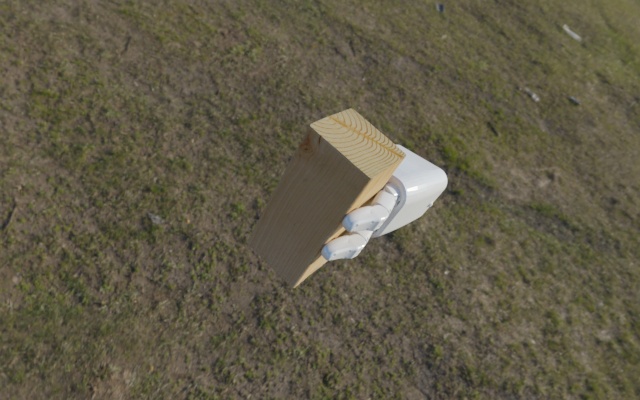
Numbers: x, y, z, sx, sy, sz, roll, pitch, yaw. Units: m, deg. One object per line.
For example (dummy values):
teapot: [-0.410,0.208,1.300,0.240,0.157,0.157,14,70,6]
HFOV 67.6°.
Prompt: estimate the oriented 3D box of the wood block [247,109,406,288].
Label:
wood block: [0.000,0.001,0.587,0.090,0.091,0.206,-32,-20,-48]
